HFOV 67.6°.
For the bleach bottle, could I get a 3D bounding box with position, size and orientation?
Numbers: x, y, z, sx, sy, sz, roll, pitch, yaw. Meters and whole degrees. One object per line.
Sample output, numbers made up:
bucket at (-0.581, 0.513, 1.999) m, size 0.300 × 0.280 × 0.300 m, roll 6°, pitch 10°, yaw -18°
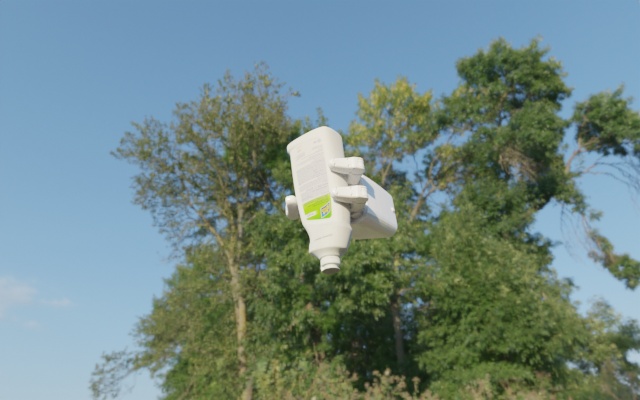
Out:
bleach bottle at (0.000, 0.003, 0.801) m, size 0.102 × 0.250 × 0.068 m, roll -25°, pitch -35°, yaw 32°
